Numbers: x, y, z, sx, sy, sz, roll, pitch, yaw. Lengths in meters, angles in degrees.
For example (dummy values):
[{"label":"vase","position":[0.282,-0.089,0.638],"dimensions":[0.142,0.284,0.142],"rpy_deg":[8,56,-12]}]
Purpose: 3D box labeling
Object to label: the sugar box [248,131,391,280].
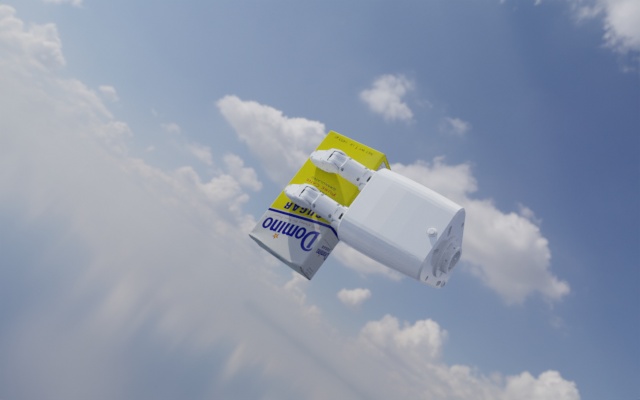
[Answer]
[{"label":"sugar box","position":[0.000,0.002,0.601],"dimensions":[0.093,0.176,0.048],"rpy_deg":[28,-18,32]}]
